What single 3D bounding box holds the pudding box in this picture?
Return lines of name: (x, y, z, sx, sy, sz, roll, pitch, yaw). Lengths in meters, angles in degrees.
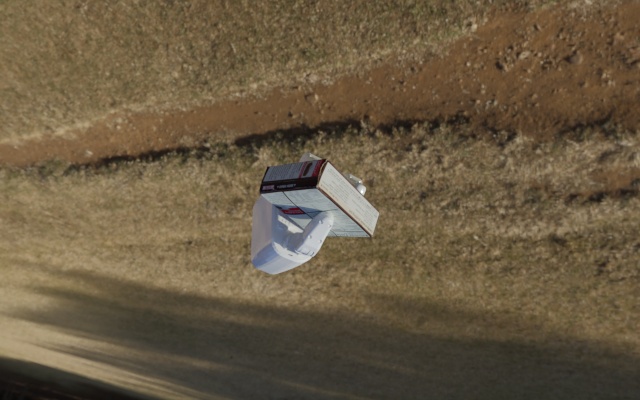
pudding box: (0.000, 0.002, 0.538, 0.090, 0.039, 0.113, -5, -32, 39)
